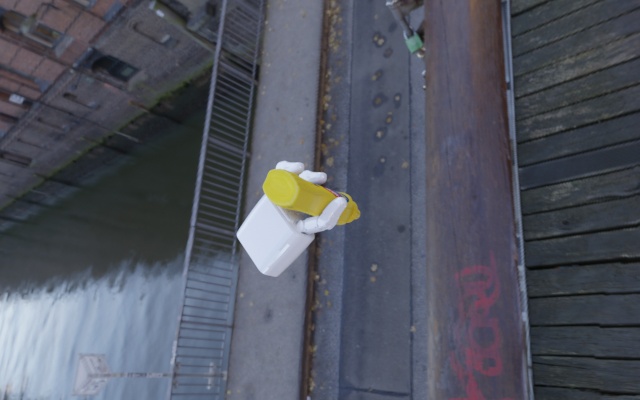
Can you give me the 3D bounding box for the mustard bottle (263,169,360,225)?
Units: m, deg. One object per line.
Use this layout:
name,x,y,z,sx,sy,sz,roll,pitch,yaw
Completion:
mustard bottle,0.000,0.002,0.821,0.192,0.058,0.096,20,5,-42
